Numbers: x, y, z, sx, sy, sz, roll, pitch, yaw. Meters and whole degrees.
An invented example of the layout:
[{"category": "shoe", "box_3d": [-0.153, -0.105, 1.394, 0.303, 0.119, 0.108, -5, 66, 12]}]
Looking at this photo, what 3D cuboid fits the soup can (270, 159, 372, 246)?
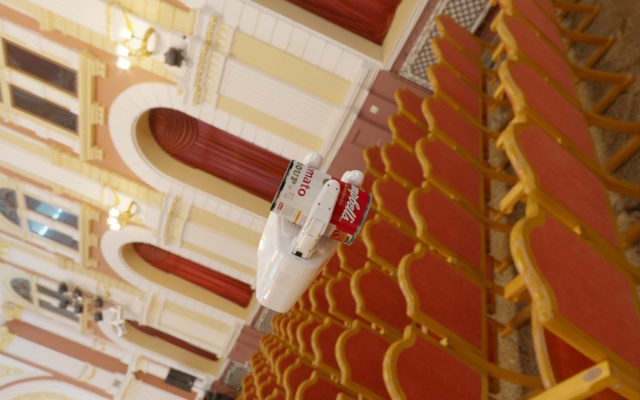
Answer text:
[{"category": "soup can", "box_3d": [0.000, 0.001, 0.559, 0.102, 0.068, 0.068, 24, -2, -5]}]
